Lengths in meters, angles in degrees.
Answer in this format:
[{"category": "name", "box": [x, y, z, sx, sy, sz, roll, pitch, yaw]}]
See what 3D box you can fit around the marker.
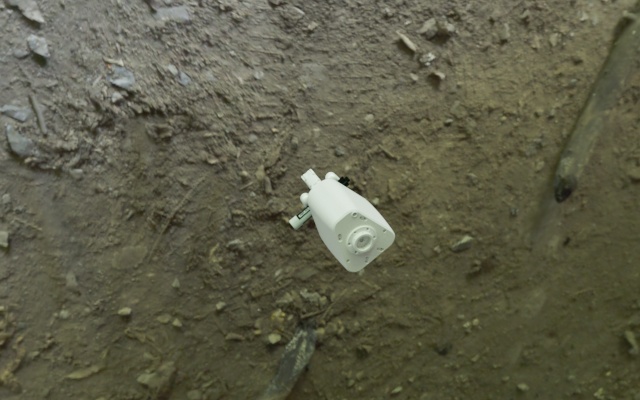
[{"category": "marker", "box": [0.000, 0.003, 0.786, 0.121, 0.020, 0.020, -40, -1, 1]}]
